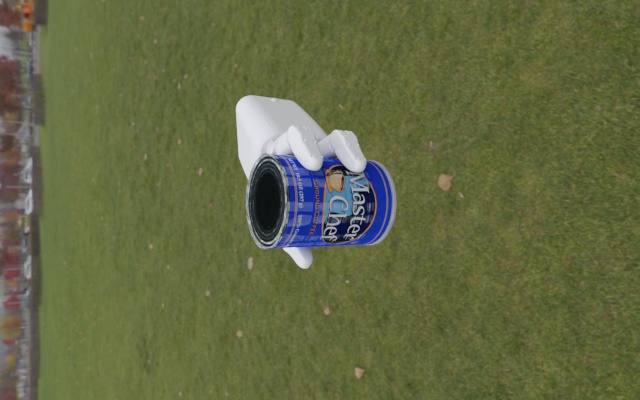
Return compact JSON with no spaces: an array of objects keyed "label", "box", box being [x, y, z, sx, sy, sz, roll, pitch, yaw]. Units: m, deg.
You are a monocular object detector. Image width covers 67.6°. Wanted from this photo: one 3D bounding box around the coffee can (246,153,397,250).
[{"label":"coffee can","box":[0.000,0.002,0.542,0.140,0.103,0.103,1,0,-32]}]
